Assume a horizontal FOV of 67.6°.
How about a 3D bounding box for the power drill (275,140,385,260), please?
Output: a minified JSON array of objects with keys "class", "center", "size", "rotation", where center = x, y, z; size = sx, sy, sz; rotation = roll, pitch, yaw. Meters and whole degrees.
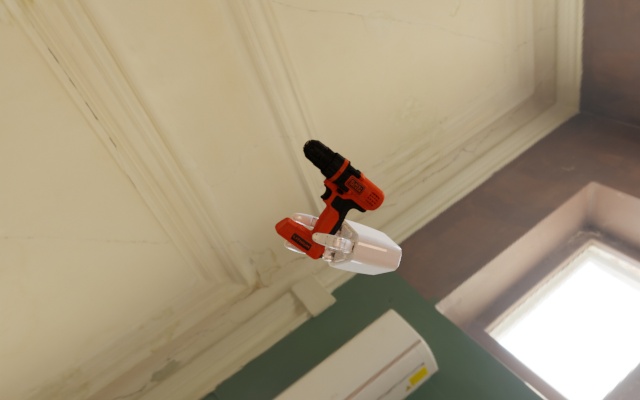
[{"class":"power drill","center":[0.000,0.003,0.895],"size":[0.184,0.188,0.057],"rotation":[38,10,-12]}]
